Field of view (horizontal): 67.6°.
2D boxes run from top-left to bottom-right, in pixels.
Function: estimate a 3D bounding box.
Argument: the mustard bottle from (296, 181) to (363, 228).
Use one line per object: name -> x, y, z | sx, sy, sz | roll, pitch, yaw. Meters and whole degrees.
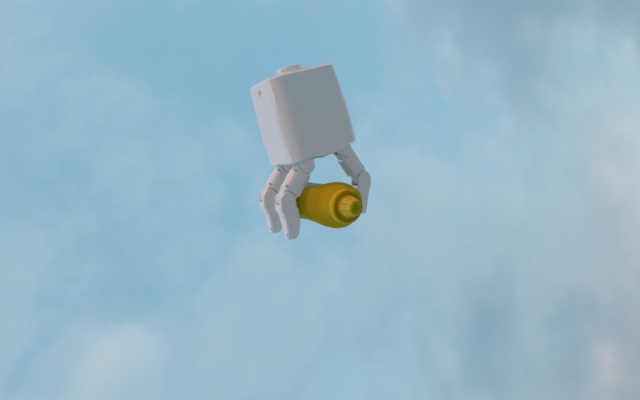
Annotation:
mustard bottle -> 0.000, 0.002, 0.634 | 0.096, 0.058, 0.191 | 5, 1, -26
